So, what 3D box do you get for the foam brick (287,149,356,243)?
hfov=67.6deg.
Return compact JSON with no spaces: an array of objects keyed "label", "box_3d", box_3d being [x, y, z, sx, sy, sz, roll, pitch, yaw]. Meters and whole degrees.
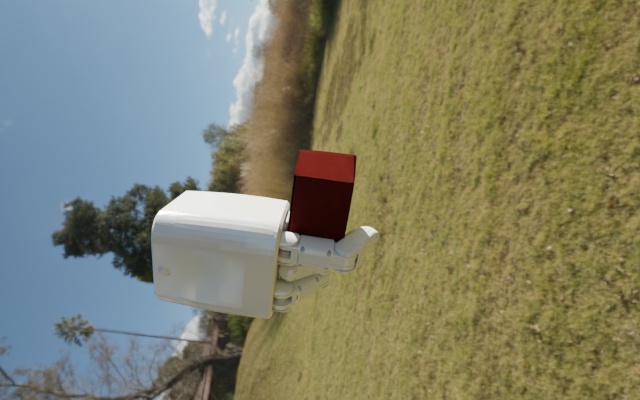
[{"label":"foam brick","box_3d":[0.000,0.001,0.424,0.051,0.078,0.053,9,31,0]}]
